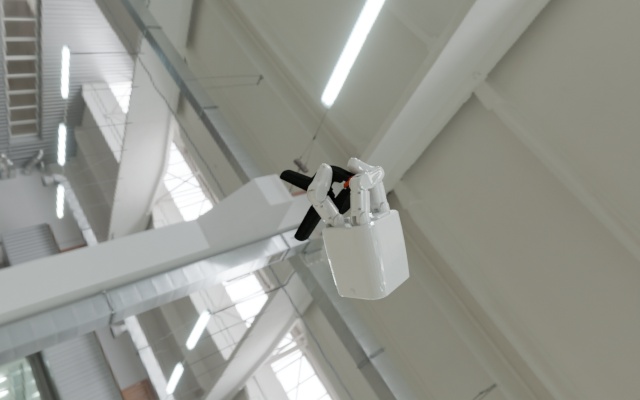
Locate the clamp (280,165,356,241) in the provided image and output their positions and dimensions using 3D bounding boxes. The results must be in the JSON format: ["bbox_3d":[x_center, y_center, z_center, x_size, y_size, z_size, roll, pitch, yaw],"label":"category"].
[{"bbox_3d":[0.001,0.002,0.743,0.039,0.120,0.171,-17,6,-39],"label":"clamp"}]
